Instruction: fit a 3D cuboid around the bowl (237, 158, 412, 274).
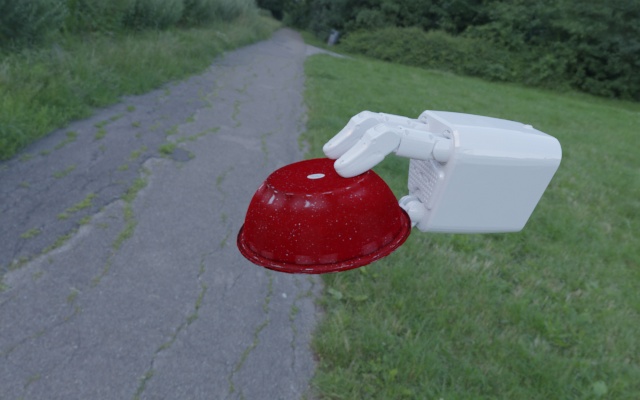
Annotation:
[{"bbox_3d":[-0.001,0.001,0.432,0.162,0.055,0.162,-6,23,3],"label":"bowl"}]
